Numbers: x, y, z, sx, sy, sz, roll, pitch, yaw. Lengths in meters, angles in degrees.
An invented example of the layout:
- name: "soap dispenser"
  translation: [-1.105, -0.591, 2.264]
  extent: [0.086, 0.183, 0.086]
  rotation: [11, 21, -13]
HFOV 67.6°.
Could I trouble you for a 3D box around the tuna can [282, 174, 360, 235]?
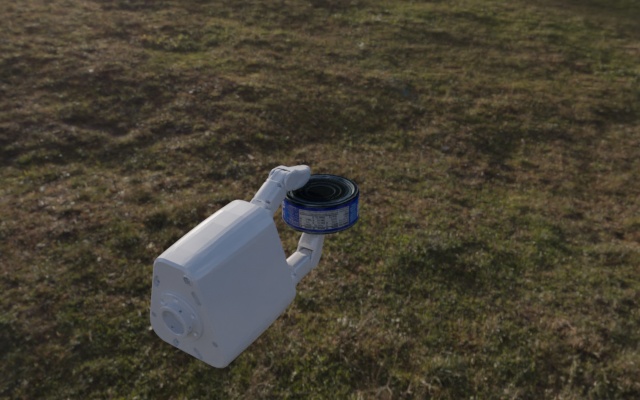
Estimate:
- name: "tuna can"
  translation: [0.000, 0.001, 0.521]
  extent: [0.086, 0.034, 0.086]
  rotation: [-1, 26, 0]
